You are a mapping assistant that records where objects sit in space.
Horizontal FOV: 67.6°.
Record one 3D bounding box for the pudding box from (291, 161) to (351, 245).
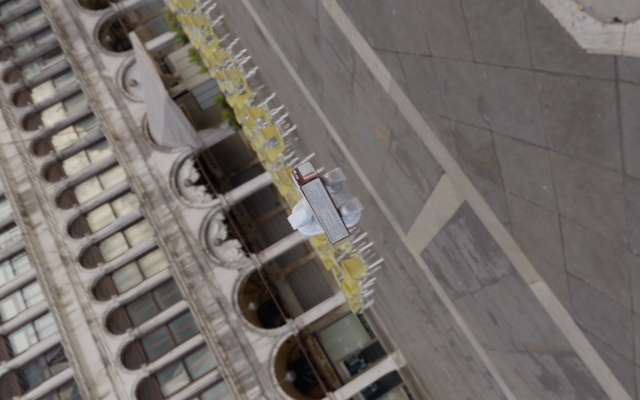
[{"bbox_3d":[0.000,0.003,0.746,0.039,0.113,0.090,-31,22,-1],"label":"pudding box"}]
